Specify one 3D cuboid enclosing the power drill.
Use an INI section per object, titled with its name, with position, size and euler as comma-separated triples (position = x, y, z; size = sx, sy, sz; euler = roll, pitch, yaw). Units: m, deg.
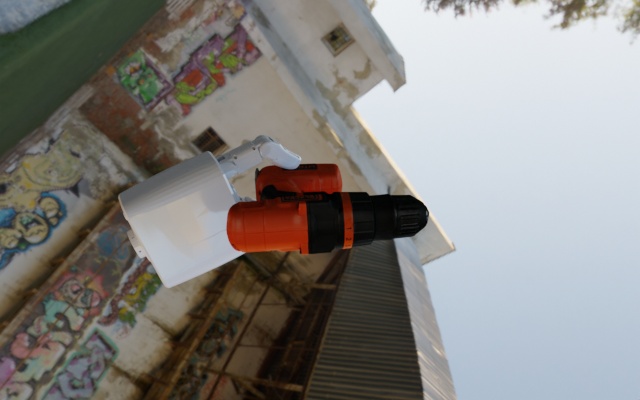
[power drill]
position = 0.000, 0.002, 0.500
size = 0.184, 0.057, 0.187
euler = -2, 13, -6
